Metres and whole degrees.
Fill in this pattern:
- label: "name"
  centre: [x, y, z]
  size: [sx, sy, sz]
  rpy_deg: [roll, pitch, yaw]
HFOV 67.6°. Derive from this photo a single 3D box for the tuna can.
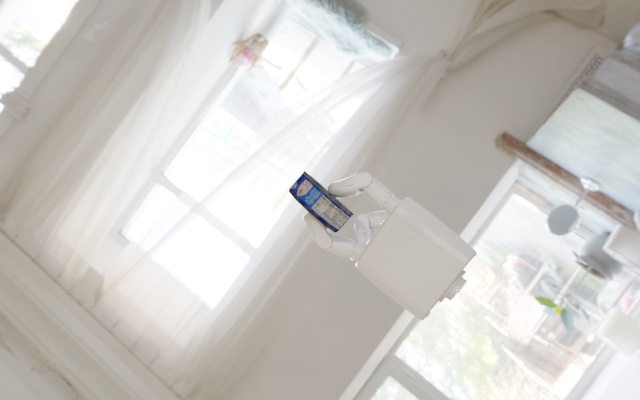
- label: "tuna can"
  centre: [0.000, 0.002, 0.617]
  size: [0.086, 0.034, 0.086]
  rpy_deg: [41, 3, -3]
